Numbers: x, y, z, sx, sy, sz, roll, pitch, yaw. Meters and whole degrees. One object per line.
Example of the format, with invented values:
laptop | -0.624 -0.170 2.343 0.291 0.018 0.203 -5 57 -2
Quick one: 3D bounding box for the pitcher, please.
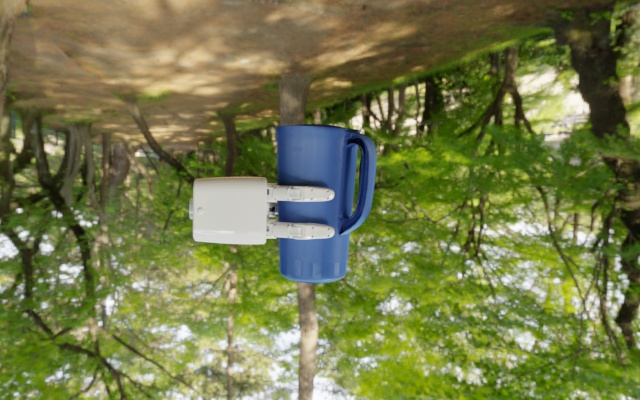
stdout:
pitcher | 0.000 0.002 0.750 0.145 0.243 0.149 1 4 -7
